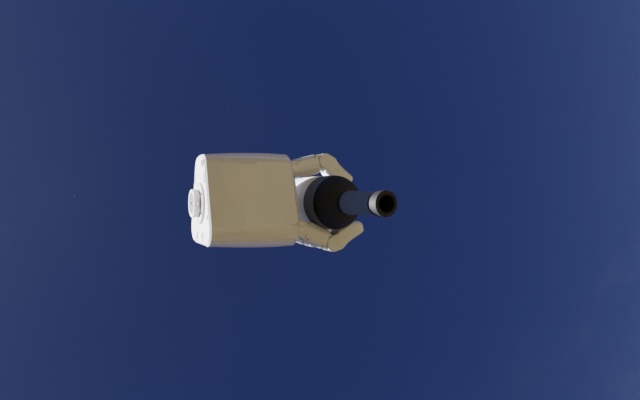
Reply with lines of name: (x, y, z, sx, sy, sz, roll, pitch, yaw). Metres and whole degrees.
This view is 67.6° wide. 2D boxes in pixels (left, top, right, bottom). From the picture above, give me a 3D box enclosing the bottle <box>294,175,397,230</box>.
bottle: (0.000, 0.002, 0.615, 0.069, 0.069, 0.295, 0, 1, -27)
